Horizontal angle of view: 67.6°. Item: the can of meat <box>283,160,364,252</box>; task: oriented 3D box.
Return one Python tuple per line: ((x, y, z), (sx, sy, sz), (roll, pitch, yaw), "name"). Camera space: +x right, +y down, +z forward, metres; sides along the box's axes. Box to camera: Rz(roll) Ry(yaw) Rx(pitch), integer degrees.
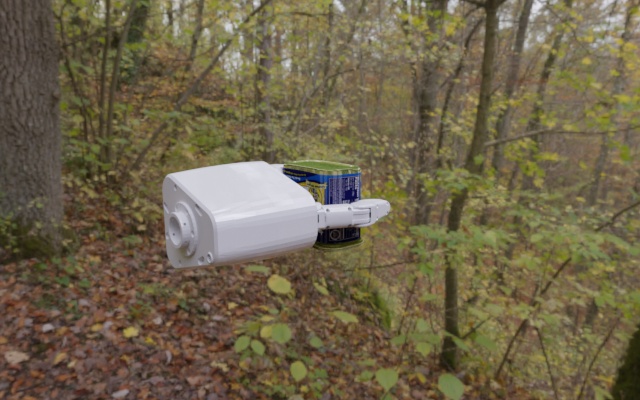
((0.000, 0.001, 0.524), (0.057, 0.084, 0.102), (-9, 14, -36), "can of meat")
